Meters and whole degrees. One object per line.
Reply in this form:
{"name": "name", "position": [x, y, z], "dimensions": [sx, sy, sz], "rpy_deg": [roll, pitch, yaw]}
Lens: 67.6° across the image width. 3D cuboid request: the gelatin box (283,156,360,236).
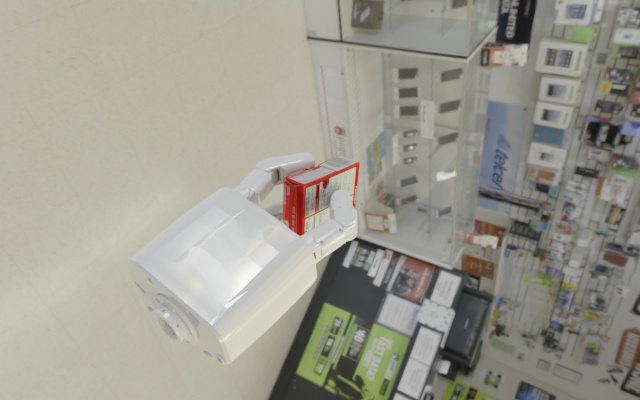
{"name": "gelatin box", "position": [0.001, 0.002, 0.483], "dimensions": [0.030, 0.073, 0.089], "rpy_deg": [24, 33, 34]}
